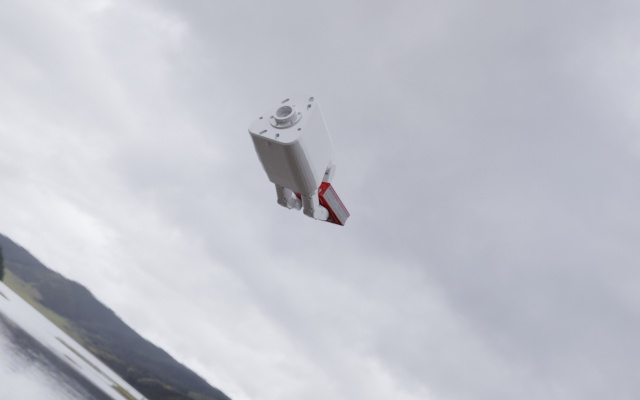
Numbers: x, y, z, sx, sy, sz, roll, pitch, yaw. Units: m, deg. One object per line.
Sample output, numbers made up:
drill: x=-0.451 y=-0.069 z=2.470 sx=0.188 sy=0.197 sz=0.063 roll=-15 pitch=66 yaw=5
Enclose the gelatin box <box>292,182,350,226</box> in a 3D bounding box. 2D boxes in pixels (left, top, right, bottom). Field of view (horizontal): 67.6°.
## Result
gelatin box: x=0.001 y=0.003 z=0.825 sx=0.073 sy=0.030 sz=0.089 roll=12 pitch=-31 yaw=41
